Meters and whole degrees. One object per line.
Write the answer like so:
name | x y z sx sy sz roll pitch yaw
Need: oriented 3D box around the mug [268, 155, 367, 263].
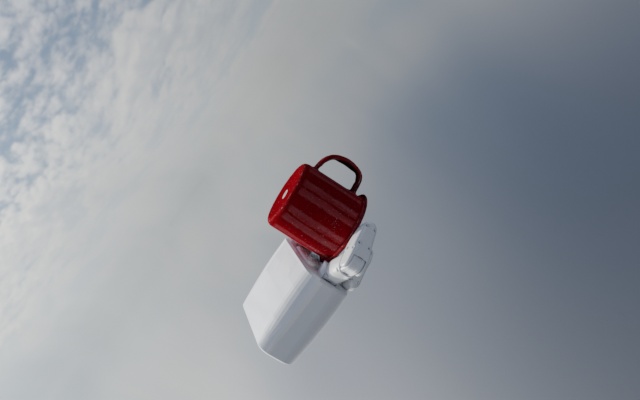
mug | 0.001 0.000 0.542 0.081 0.117 0.093 33 3 -13
